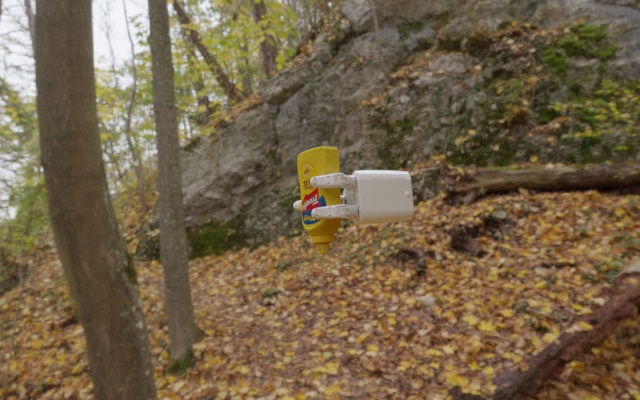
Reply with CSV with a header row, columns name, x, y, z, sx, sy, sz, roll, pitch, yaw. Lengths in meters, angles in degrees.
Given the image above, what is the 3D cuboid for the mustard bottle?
name,x,y,z,sx,sy,sz,roll,pitch,yaw
mustard bottle,0.000,0.003,0.881,0.058,0.191,0.096,1,-9,-38
